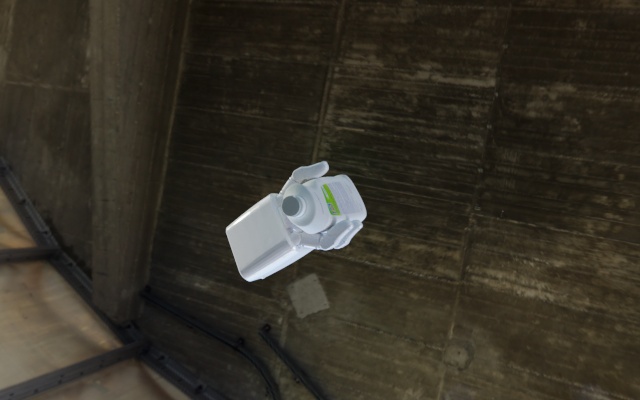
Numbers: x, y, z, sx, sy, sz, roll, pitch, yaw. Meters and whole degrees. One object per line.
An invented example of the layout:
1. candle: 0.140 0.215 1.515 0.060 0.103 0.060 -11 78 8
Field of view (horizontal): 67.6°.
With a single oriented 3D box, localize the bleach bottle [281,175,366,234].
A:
1. bleach bottle: 0.000 0.003 0.773 0.068 0.102 0.251 -33 -12 18
